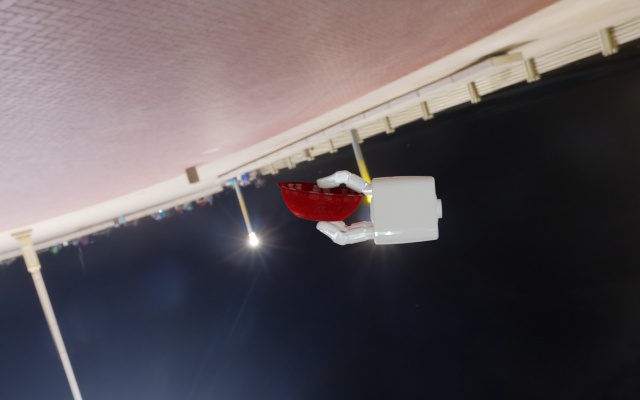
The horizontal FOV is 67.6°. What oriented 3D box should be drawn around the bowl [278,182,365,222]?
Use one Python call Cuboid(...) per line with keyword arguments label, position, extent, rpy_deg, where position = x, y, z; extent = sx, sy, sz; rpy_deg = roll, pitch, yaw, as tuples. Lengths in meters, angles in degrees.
Cuboid(label="bowl", position=(-0.001, 0.003, 0.862), extent=(0.162, 0.055, 0.162), rpy_deg=(7, 7, -1))
